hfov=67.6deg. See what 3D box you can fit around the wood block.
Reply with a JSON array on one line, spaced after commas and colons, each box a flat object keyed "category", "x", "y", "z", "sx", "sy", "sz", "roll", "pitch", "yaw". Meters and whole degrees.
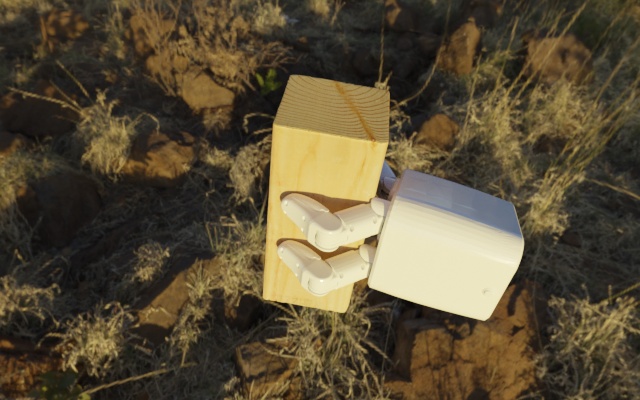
[{"category": "wood block", "x": 0.001, "y": 0.001, "z": 0.451, "sx": 0.090, "sy": 0.206, "sz": 0.090, "roll": 10, "pitch": 40, "yaw": 1}]
